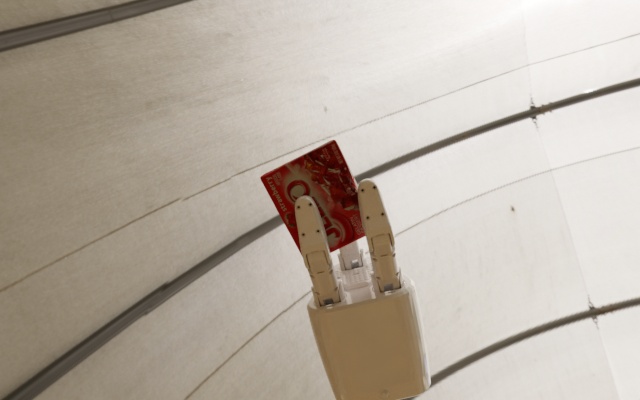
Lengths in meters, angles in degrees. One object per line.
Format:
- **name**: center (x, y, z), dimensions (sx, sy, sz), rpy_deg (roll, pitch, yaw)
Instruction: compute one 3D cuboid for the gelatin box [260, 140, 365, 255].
- **gelatin box**: center (0.000, 0.001, 0.423), dimensions (0.073, 0.089, 0.030), rpy_deg (-26, 7, 5)
